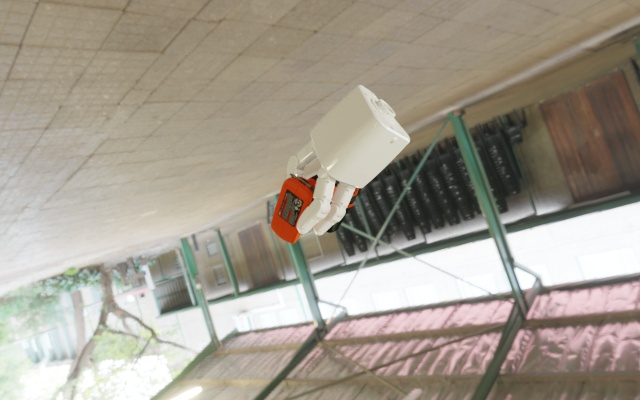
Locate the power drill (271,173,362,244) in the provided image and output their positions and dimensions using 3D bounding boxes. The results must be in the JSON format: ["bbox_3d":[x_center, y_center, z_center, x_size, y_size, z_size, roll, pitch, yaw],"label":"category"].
[{"bbox_3d":[0.000,0.003,0.797,0.057,0.184,0.187,33,34,21],"label":"power drill"}]
